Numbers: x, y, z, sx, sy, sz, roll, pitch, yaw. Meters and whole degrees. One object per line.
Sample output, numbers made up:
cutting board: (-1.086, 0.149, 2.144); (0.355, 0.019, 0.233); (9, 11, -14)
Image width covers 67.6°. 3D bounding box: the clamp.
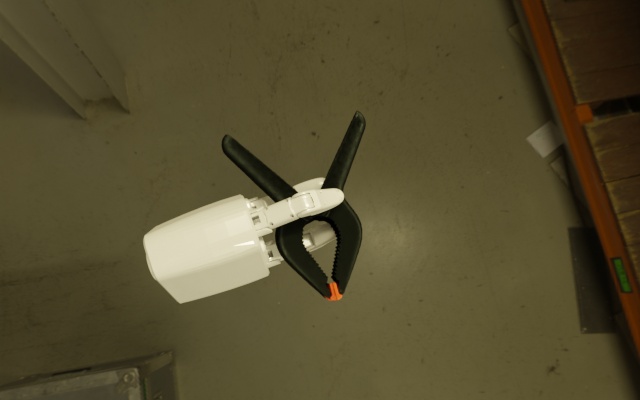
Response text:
clamp: (0.000, 0.002, 0.523); (0.164, 0.210, 0.036); (-19, -10, -9)
